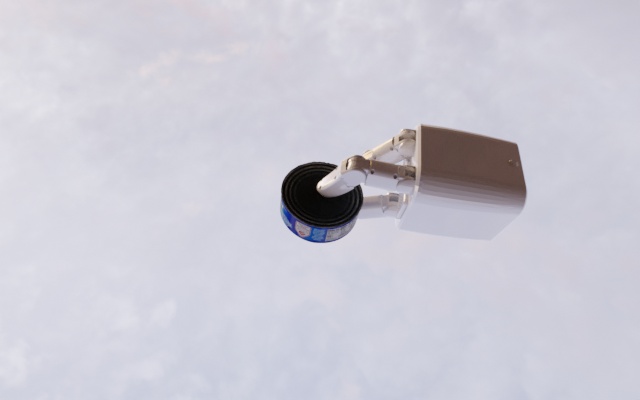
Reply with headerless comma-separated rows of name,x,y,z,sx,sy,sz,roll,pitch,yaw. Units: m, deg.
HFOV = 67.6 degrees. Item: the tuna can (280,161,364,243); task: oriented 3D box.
tuna can,0.000,0.002,0.503,0.086,0.086,0.034,0,-37,-9
